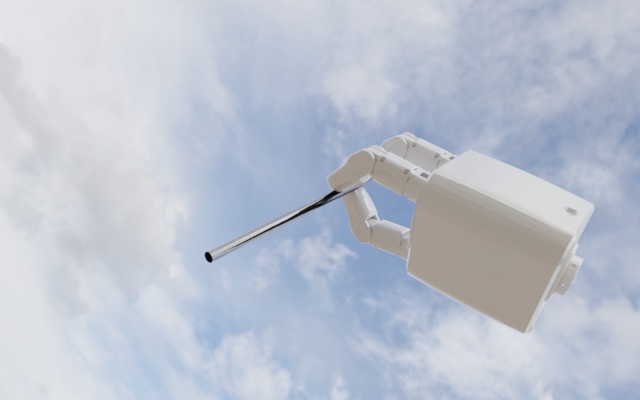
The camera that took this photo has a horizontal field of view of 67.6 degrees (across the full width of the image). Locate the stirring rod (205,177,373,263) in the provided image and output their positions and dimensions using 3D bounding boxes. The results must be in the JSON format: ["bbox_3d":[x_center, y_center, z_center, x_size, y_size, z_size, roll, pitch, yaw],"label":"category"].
[{"bbox_3d":[0.000,0.001,0.400,0.011,0.011,0.239,0,17,40],"label":"stirring rod"}]
